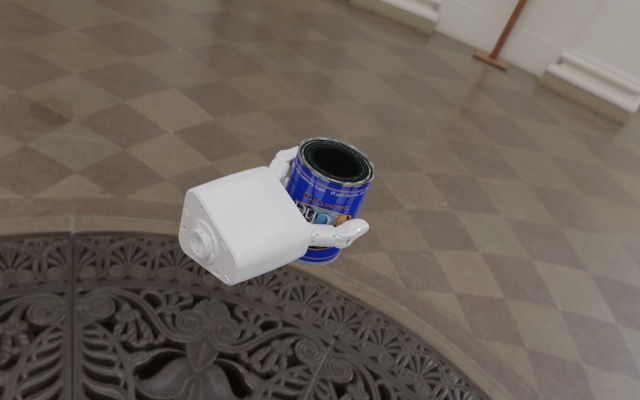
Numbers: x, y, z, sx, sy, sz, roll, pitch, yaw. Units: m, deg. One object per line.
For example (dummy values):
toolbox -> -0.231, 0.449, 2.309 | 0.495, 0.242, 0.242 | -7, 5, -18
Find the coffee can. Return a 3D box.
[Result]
coffee can -> 0.000, 0.002, 0.634 | 0.103, 0.140, 0.102 | 14, 36, -10
